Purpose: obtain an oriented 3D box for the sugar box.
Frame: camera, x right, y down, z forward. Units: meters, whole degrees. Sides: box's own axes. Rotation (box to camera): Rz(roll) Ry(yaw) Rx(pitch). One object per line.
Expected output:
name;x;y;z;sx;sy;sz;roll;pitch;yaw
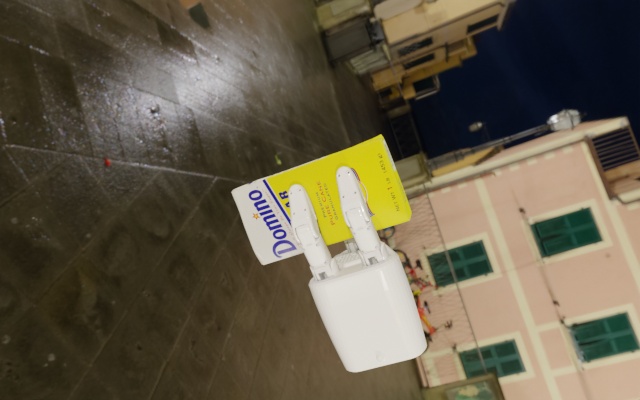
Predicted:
sugar box;0.000;0.002;0.521;0.176;0.093;0.048;-20;6;14
